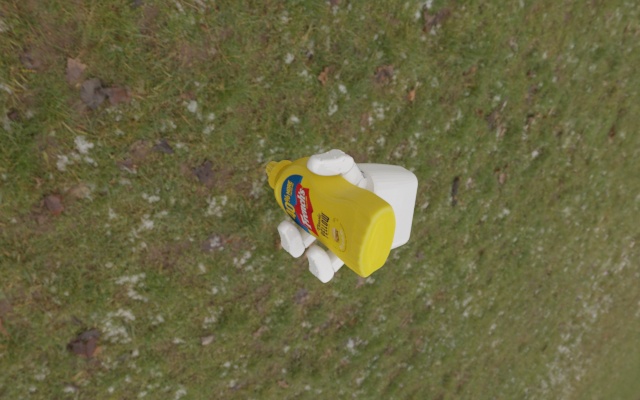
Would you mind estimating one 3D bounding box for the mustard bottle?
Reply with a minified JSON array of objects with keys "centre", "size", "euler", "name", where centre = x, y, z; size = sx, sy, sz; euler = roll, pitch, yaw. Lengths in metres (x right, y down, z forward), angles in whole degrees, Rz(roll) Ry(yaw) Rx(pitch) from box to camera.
[{"centre":[0.000,0.002,0.567],"size":[0.058,0.096,0.191],"euler":[-30,49,-31],"name":"mustard bottle"}]
